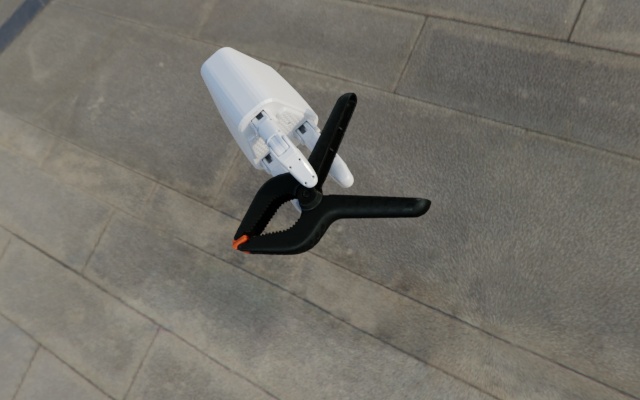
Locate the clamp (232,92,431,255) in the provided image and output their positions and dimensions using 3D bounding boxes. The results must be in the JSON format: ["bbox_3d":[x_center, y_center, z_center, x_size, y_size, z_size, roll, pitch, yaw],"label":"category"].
[{"bbox_3d":[-0.001,0.002,0.510,0.210,0.164,0.036,-40,-27,5],"label":"clamp"}]
